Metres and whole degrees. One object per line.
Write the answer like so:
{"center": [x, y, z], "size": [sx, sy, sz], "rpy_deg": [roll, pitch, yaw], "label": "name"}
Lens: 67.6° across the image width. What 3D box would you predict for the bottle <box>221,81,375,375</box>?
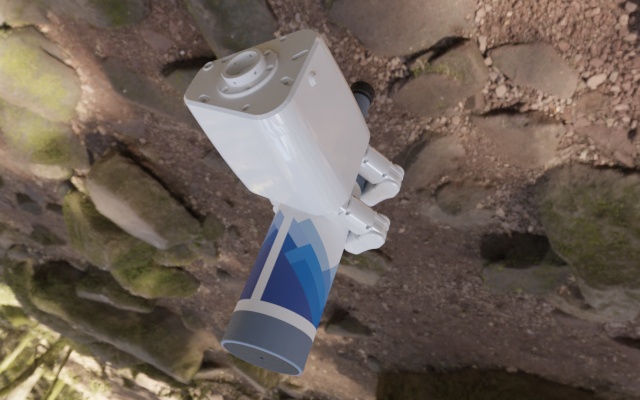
{"center": [0.000, 0.002, 0.435], "size": [0.069, 0.295, 0.069], "rpy_deg": [15, -31, 9], "label": "bottle"}
